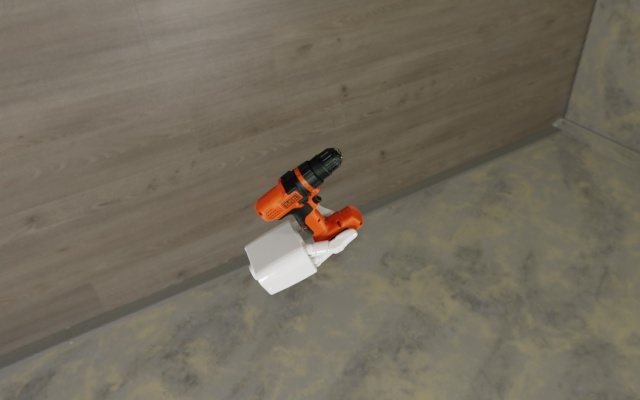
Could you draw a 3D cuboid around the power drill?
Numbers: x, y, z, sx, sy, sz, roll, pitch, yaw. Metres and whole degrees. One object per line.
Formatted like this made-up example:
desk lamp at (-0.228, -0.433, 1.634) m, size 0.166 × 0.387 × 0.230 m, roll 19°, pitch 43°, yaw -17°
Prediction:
power drill at (0.000, 0.003, 0.887) m, size 0.184 × 0.057 × 0.188 m, roll -36°, pitch -48°, yaw 14°
